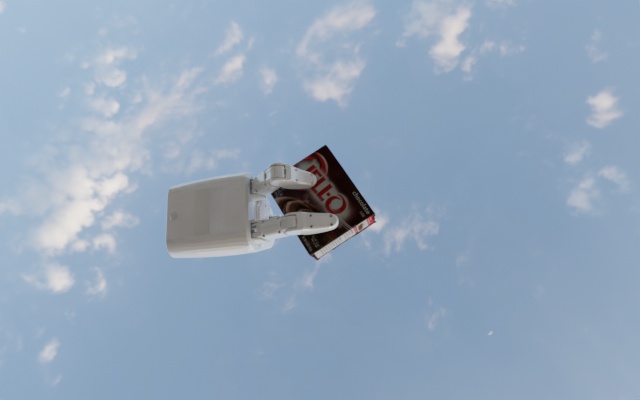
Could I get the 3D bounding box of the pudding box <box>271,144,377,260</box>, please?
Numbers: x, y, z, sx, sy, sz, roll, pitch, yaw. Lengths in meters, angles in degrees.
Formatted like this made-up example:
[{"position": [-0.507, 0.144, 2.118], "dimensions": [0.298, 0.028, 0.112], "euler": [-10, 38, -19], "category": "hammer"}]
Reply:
[{"position": [0.000, 0.002, 0.576], "dimensions": [0.090, 0.113, 0.039], "euler": [-33, -20, -1], "category": "pudding box"}]
